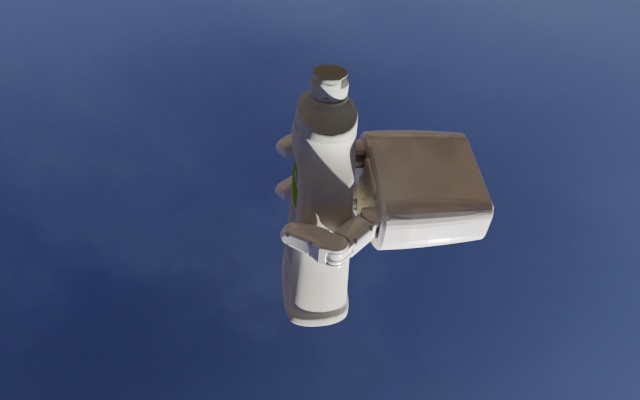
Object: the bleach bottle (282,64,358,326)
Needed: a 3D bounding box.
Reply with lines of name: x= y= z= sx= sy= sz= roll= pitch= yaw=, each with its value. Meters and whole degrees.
bleach bottle: x=0.000 y=0.001 z=0.445 sx=0.068 sy=0.251 sz=0.102 roll=-3 pitch=40 yaw=-10
